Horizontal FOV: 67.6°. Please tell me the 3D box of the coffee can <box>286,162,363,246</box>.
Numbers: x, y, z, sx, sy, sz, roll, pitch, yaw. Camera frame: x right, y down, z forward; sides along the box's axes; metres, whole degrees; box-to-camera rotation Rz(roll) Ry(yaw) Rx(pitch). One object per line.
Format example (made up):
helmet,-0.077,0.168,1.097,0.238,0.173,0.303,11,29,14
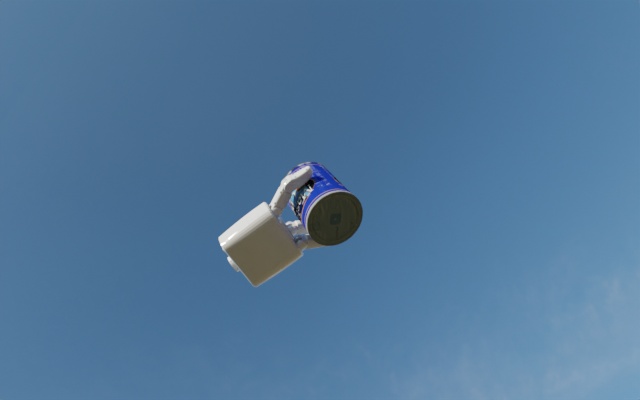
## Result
coffee can,0.000,0.003,0.858,0.103,0.103,0.140,0,25,-24
